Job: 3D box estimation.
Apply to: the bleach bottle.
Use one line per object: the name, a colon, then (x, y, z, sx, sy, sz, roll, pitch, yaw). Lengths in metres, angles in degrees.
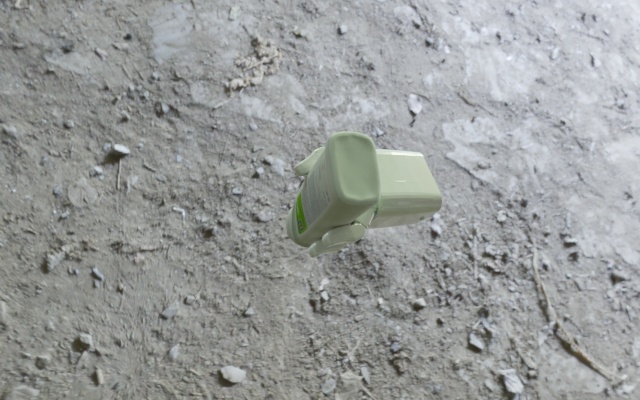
bleach bottle: (0.000, 0.002, 0.687, 0.068, 0.102, 0.251, 1, -20, -22)
